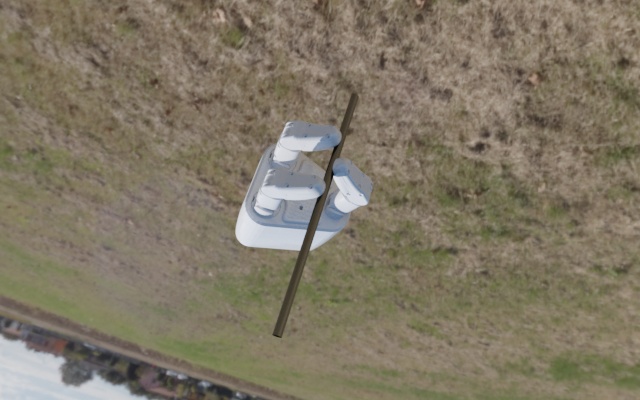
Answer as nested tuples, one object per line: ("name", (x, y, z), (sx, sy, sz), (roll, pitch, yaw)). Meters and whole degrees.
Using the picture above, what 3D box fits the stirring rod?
("stirring rod", (0.000, 0.001, 0.420), (0.011, 0.239, 0.011), (15, -25, 7))
